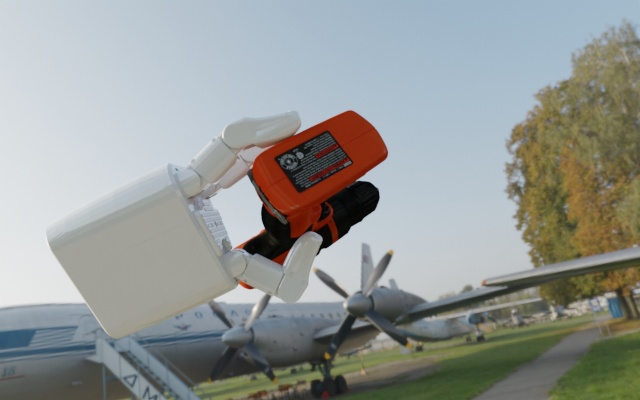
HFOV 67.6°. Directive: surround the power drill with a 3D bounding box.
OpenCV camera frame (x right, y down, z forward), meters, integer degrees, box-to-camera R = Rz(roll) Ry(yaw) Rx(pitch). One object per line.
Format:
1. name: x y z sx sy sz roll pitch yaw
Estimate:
1. power drill: 0.000 0.001 0.442 0.184 0.057 0.188 -32 -18 -23
